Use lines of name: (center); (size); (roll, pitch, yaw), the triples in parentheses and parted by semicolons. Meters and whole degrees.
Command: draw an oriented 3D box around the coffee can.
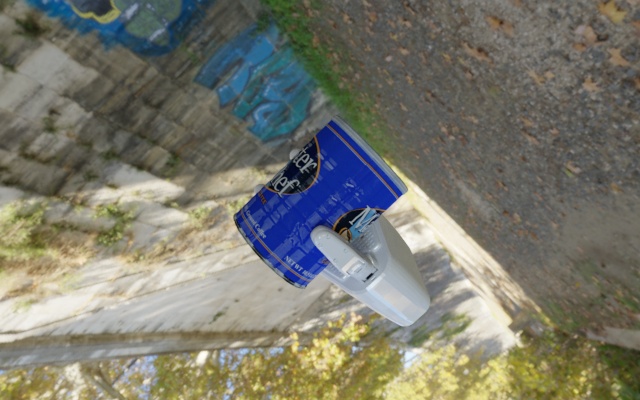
coffee can: (0.000, 0.001, 0.469); (0.140, 0.103, 0.103); (-44, -5, 5)
